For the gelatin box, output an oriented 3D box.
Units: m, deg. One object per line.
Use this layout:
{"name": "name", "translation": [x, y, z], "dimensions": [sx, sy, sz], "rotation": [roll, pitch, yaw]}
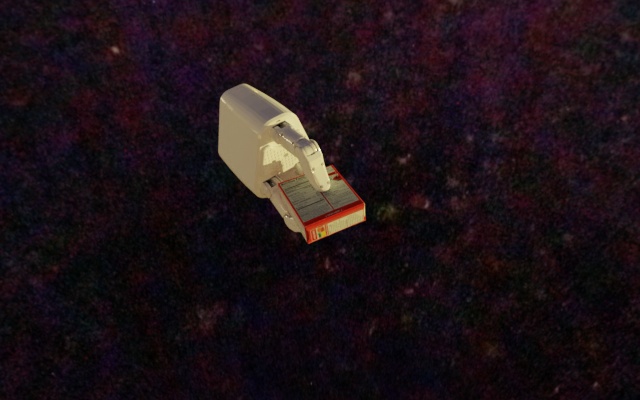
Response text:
{"name": "gelatin box", "translation": [0.000, 0.002, 0.555], "dimensions": [0.073, 0.030, 0.089], "rotation": [-21, 42, -14]}
